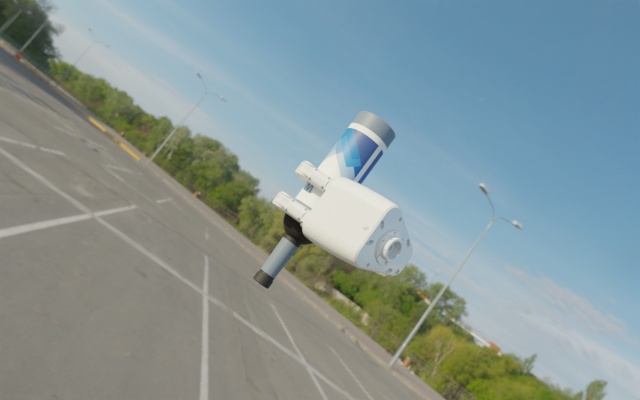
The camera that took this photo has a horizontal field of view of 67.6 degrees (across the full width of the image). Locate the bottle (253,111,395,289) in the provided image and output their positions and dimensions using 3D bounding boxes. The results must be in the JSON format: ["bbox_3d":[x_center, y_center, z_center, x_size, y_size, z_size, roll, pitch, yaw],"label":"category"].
[{"bbox_3d":[0.000,0.002,0.707,0.069,0.295,0.069,36,-7,5],"label":"bottle"}]
